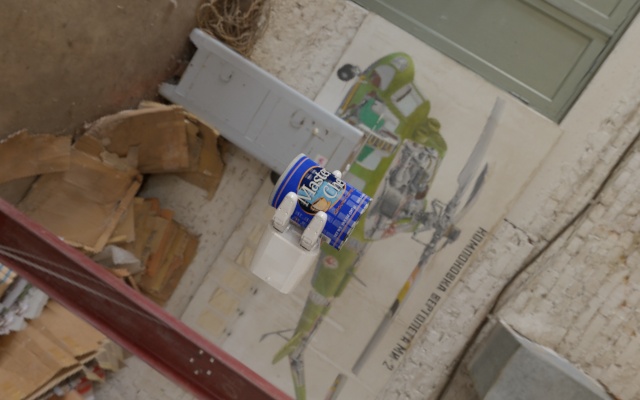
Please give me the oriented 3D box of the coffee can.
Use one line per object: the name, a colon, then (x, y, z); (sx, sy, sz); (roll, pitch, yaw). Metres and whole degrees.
coffee can: (0.000, 0.002, 0.788); (0.140, 0.103, 0.103); (33, 4, 6)
